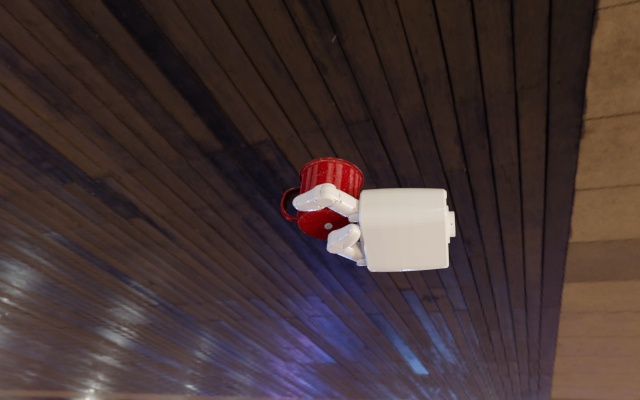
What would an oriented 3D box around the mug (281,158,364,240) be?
[{"bbox_3d":[-0.001,0.002,0.661,0.117,0.081,0.093,-4,-35,15],"label":"mug"}]
